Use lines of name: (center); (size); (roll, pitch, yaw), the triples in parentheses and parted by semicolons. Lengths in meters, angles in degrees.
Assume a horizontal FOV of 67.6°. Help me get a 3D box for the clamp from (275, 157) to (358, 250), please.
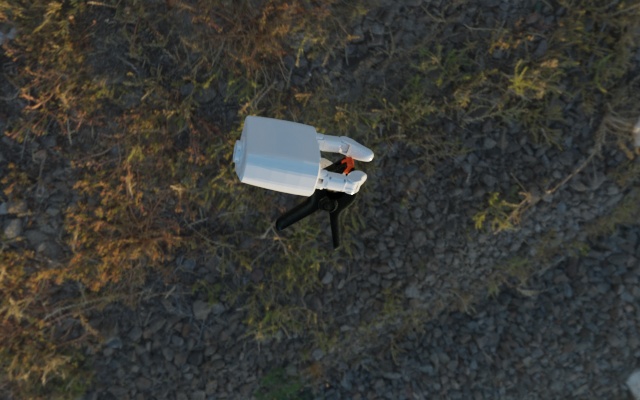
clamp: (0.000, 0.003, 0.775); (0.120, 0.171, 0.039); (10, 29, -17)
